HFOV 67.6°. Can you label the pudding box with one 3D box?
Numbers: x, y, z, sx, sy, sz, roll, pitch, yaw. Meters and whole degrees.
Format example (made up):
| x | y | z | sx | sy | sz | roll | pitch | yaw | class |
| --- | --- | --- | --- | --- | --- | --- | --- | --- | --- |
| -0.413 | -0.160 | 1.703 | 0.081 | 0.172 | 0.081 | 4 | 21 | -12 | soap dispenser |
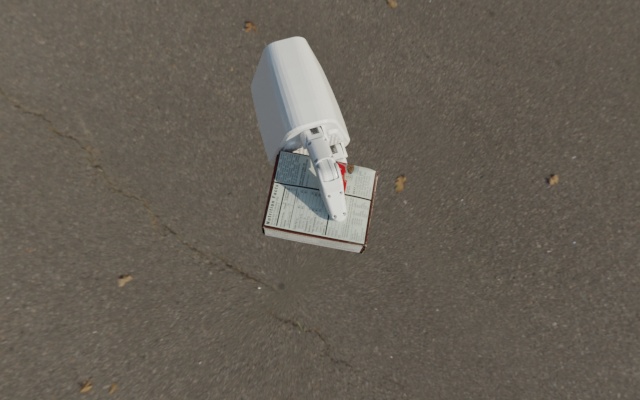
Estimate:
| x | y | z | sx | sy | sz | roll | pitch | yaw | class |
| --- | --- | --- | --- | --- | --- | --- | --- | --- | --- |
| 0.000 | 0.002 | 0.514 | 0.113 | 0.090 | 0.039 | 11 | -17 | 1 | pudding box |
